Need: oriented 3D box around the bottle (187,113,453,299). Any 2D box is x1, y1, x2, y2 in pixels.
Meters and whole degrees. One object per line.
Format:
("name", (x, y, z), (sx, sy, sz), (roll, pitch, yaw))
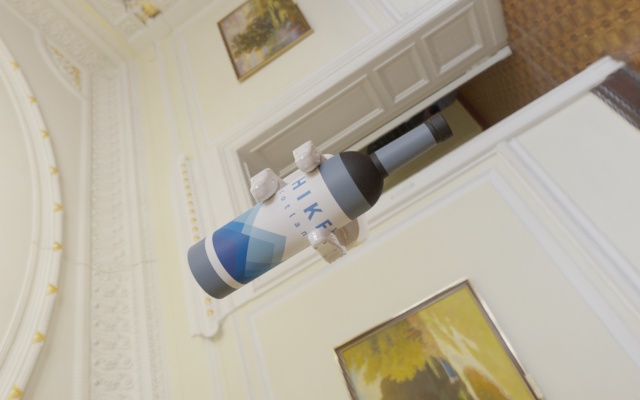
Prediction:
("bottle", (0.000, 0.002, 0.494), (0.296, 0.069, 0.069), (-32, -6, 10))
